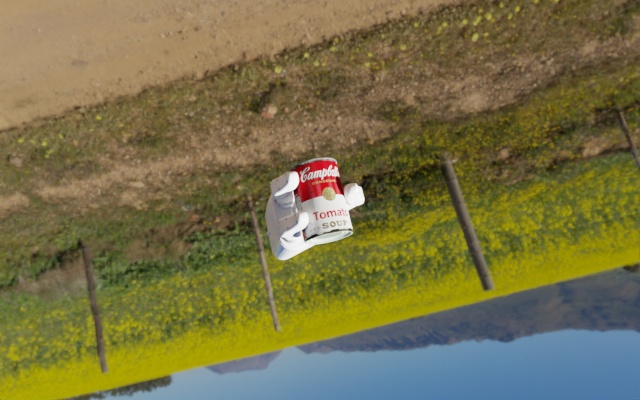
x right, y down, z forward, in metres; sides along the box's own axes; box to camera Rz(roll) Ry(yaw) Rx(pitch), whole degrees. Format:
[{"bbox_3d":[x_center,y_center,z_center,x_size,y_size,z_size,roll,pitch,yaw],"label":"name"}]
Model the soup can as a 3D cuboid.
[{"bbox_3d":[0.000,0.002,0.644,0.068,0.102,0.068,-12,-14,-3],"label":"soup can"}]
